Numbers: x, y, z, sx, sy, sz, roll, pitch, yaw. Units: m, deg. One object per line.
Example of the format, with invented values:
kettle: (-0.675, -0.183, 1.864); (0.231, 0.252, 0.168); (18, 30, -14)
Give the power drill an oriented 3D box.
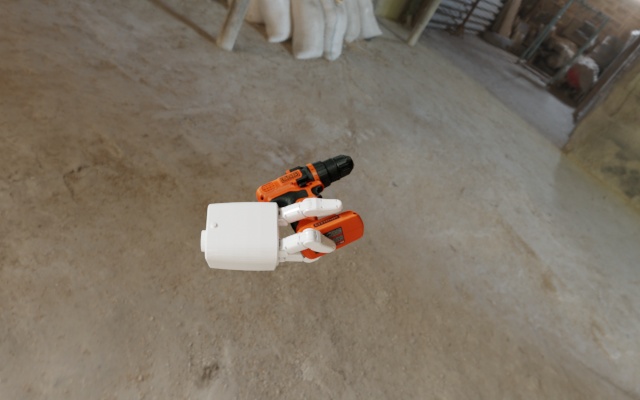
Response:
power drill: (0.000, 0.003, 0.800); (0.184, 0.057, 0.187); (-25, 39, -8)
